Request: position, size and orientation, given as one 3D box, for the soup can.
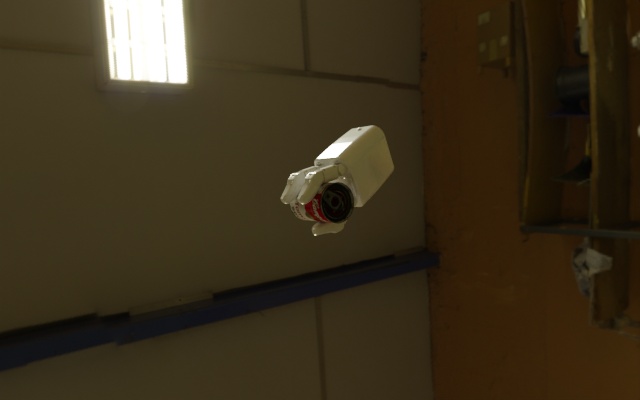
[{"bbox_3d":[0.000,0.003,0.821,0.068,0.068,0.102,0,1,-35],"label":"soup can"}]
